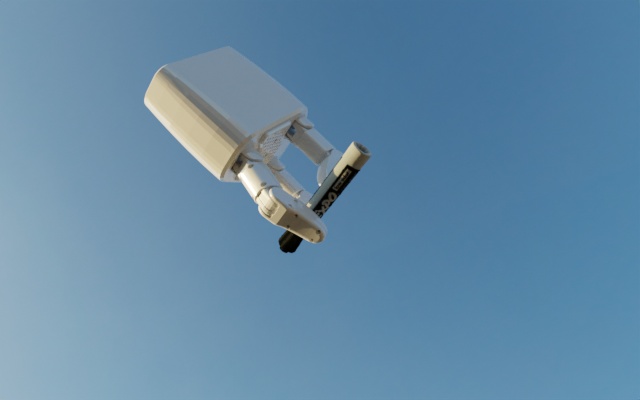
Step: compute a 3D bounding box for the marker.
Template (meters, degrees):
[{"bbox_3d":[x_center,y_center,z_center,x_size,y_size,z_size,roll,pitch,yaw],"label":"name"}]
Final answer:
[{"bbox_3d":[0.000,0.001,0.407,0.020,0.121,0.020,30,26,-17],"label":"marker"}]
